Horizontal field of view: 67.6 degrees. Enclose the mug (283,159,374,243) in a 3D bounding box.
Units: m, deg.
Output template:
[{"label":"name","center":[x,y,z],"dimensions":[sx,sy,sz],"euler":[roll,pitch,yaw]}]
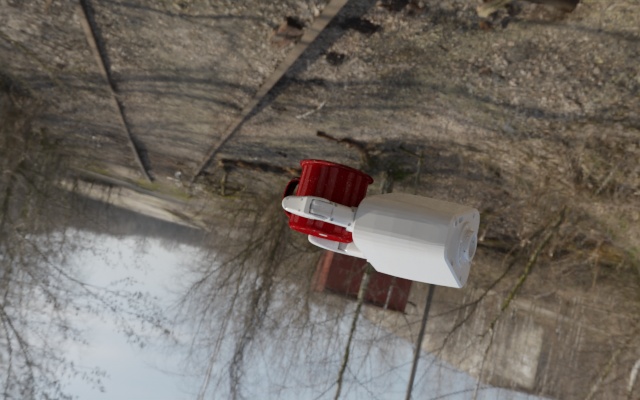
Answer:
[{"label":"mug","center":[-0.001,0.002,0.584],"dimensions":[0.117,0.081,0.093],"euler":[9,-10,34]}]
